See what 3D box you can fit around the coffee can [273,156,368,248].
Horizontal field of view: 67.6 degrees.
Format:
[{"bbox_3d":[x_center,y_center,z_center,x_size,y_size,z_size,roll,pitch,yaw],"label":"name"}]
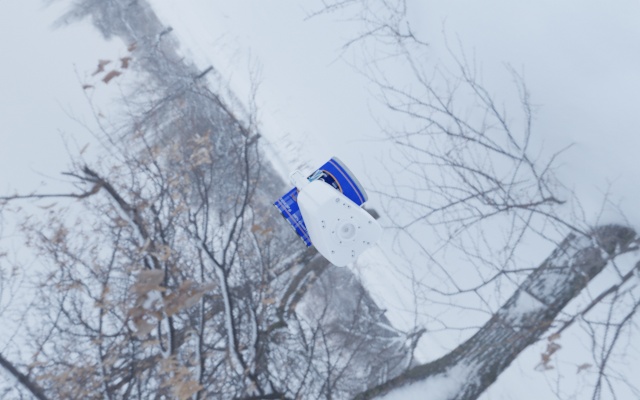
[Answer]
[{"bbox_3d":[0.000,0.003,0.860,0.140,0.103,0.103,-38,4,-5],"label":"coffee can"}]
